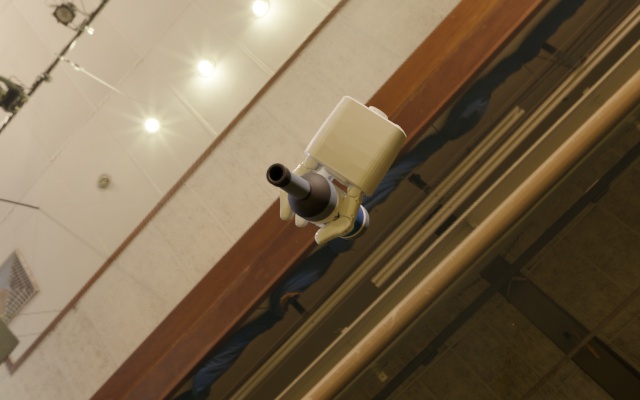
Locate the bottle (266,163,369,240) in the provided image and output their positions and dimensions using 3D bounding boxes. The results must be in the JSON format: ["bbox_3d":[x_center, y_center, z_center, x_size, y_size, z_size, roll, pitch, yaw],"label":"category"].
[{"bbox_3d":[0.000,0.002,0.704,0.069,0.069,0.296,0,-14,22],"label":"bottle"}]
